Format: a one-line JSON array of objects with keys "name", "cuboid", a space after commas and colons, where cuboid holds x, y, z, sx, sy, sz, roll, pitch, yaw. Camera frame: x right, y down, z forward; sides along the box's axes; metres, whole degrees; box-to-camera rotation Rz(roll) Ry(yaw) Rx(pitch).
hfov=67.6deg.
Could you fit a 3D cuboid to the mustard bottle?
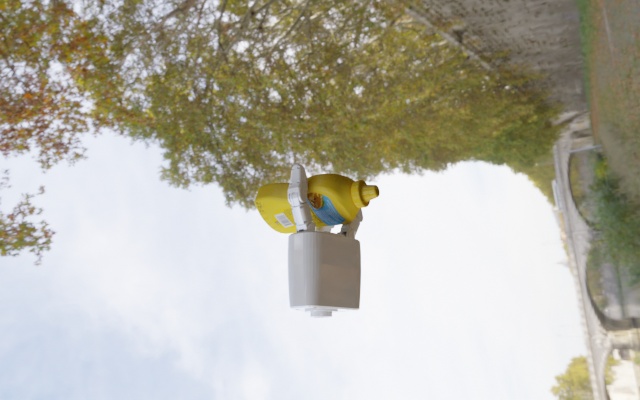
[{"name": "mustard bottle", "cuboid": [0.000, 0.002, 0.731, 0.191, 0.058, 0.096, -11, -45, 30]}]
